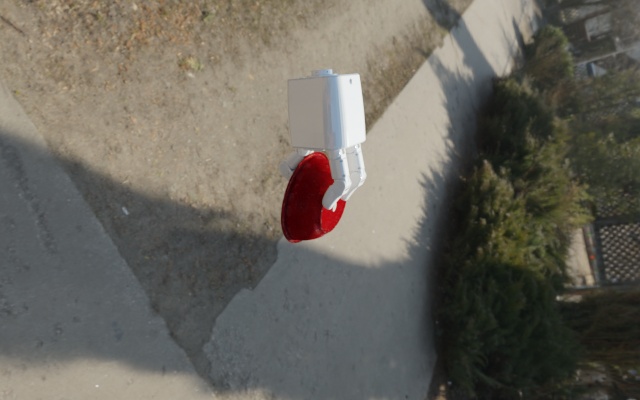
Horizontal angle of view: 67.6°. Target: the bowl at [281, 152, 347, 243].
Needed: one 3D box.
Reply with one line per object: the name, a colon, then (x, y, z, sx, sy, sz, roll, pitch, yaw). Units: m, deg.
bowl: (0.001, 0.004, 0.799, 0.055, 0.162, 0.162, 18, 8, 24)
